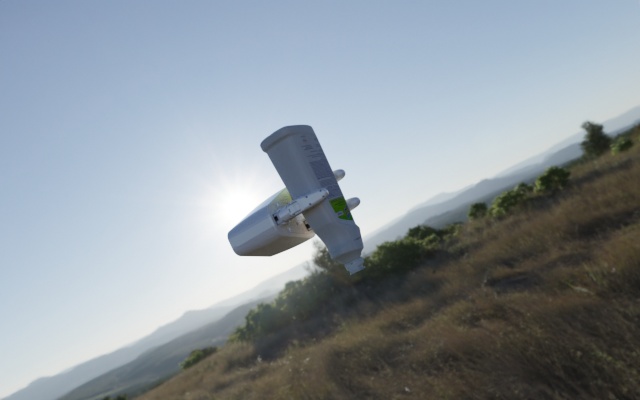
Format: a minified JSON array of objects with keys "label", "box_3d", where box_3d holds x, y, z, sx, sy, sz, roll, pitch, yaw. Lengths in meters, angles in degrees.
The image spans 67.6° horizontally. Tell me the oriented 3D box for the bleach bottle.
[{"label":"bleach bottle","box_3d":[0.000,0.002,0.767,0.068,0.251,0.102,-29,-6,31]}]
